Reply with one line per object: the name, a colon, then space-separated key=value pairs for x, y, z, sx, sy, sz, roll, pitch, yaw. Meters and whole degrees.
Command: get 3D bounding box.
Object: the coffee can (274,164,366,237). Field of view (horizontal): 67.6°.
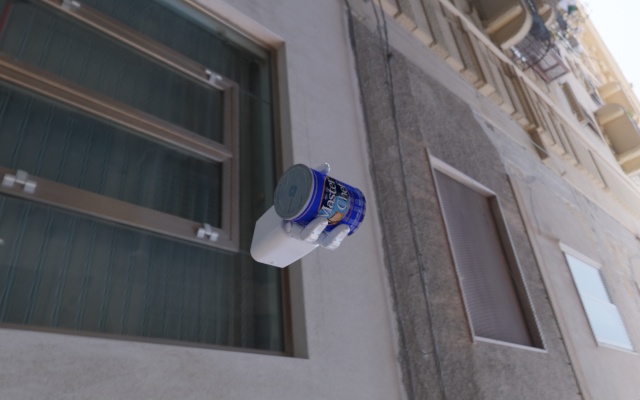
coffee can: x=0.000 y=0.003 z=0.882 sx=0.140 sy=0.102 sz=0.103 roll=21 pitch=-14 yaw=-39
